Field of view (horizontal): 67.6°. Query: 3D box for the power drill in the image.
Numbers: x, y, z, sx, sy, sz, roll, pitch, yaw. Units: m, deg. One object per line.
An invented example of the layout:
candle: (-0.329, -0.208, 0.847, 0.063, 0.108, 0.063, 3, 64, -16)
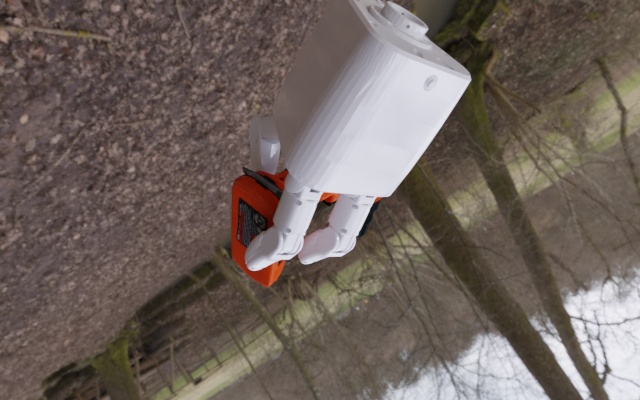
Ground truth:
power drill: (0.000, 0.002, 0.465, 0.057, 0.185, 0.187, 33, 46, 26)
